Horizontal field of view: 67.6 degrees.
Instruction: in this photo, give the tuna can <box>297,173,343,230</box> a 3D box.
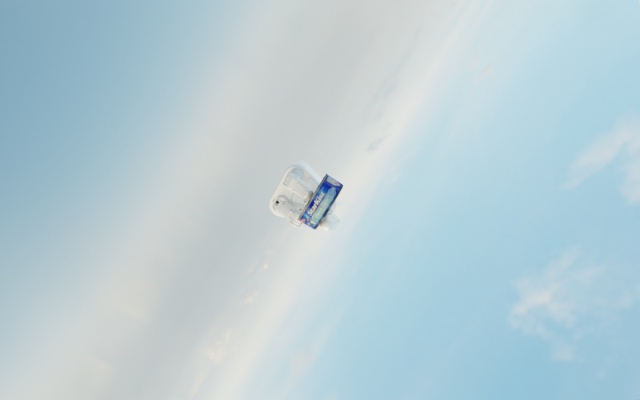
[{"bbox_3d":[0.001,0.003,0.745,0.034,0.086,0.086,32,-1,-1],"label":"tuna can"}]
